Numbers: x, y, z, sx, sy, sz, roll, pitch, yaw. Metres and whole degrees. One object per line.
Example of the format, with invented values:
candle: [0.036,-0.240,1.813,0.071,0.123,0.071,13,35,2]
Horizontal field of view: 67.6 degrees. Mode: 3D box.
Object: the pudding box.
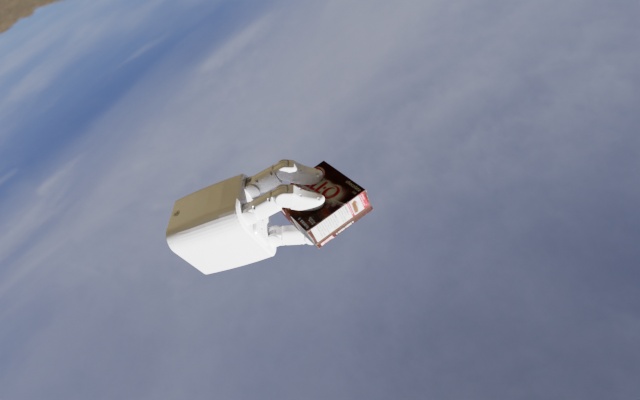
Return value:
pudding box: [0.000,0.002,0.619,0.090,0.039,0.113,-36,38,-10]
